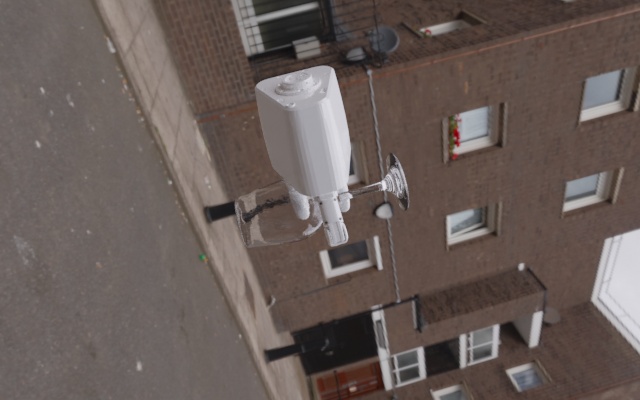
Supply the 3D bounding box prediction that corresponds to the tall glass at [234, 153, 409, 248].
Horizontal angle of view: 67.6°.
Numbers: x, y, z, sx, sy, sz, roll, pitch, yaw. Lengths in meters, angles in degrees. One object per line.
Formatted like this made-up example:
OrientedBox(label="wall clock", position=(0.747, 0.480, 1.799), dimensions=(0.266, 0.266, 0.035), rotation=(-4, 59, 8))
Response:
OrientedBox(label="tall glass", position=(0.001, 0.002, 0.583), dimensions=(0.201, 0.079, 0.079), rotation=(-15, 1, -4))
